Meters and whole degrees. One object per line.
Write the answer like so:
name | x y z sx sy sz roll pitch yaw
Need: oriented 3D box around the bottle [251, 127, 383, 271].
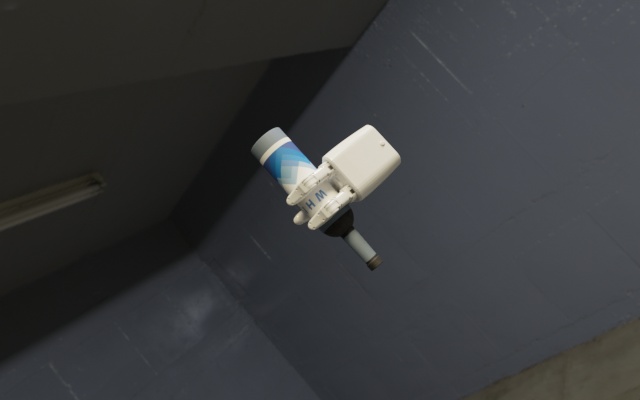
bottle | 0.000 0.003 0.830 0.069 0.295 0.069 -41 -6 -5
